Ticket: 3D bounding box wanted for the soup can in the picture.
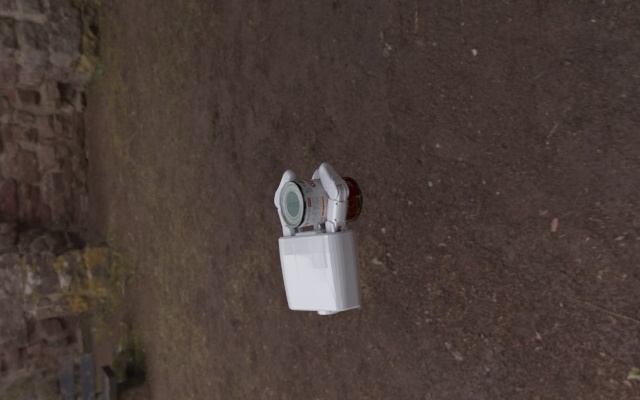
[{"bbox_3d":[0.000,0.002,0.684,0.102,0.068,0.068,-5,3,-35],"label":"soup can"}]
